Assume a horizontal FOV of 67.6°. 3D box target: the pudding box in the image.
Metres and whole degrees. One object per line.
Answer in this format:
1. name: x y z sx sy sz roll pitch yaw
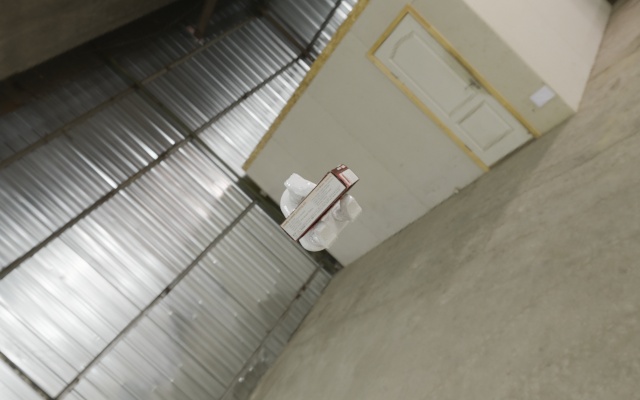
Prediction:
1. pudding box: 0.000 0.002 0.687 0.039 0.113 0.090 42 17 3
